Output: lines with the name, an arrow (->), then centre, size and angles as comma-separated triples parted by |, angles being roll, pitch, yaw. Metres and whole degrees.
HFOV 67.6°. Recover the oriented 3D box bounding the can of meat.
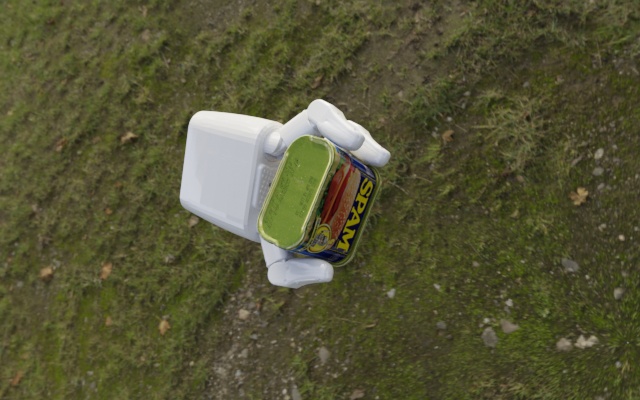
can of meat -> 0.000, 0.001, 0.423 | 0.057, 0.102, 0.084 | 20, -2, 36
